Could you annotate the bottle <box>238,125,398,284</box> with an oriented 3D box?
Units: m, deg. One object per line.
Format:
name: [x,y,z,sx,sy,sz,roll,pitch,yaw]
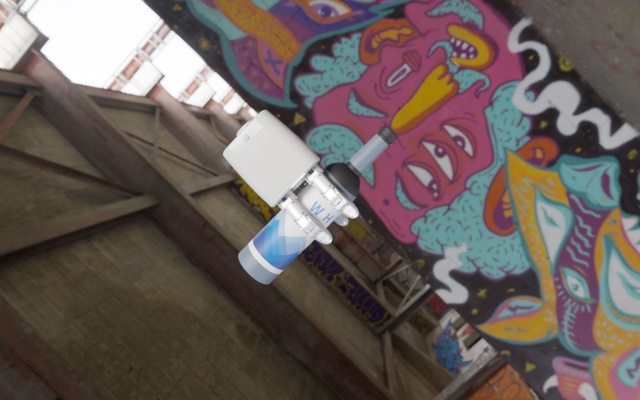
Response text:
bottle: [0.000,0.003,0.715,0.296,0.069,0.069,-45,-9,9]
